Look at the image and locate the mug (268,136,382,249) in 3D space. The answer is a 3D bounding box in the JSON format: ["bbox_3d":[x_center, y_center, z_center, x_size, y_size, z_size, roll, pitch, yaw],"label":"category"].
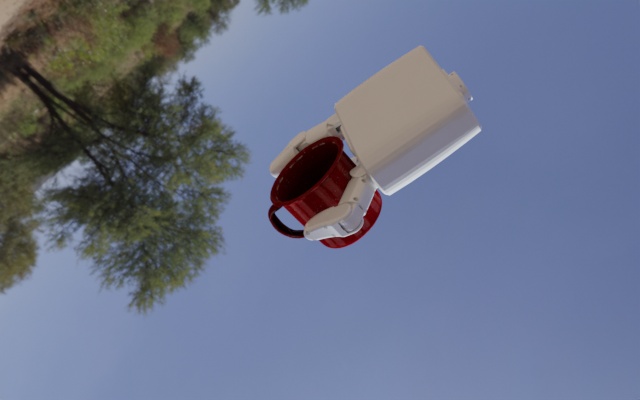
[{"bbox_3d":[-0.001,0.003,0.494,0.117,0.081,0.093,-34,29,18],"label":"mug"}]
